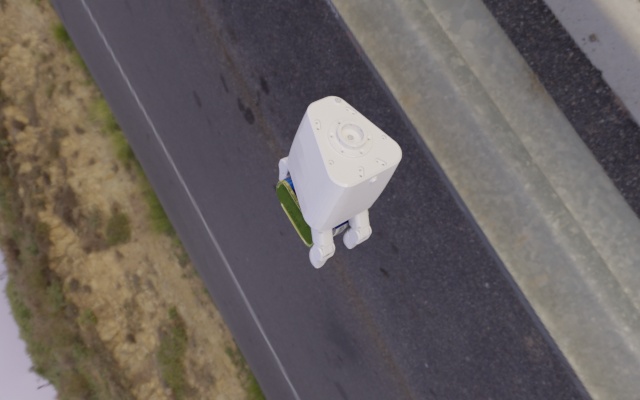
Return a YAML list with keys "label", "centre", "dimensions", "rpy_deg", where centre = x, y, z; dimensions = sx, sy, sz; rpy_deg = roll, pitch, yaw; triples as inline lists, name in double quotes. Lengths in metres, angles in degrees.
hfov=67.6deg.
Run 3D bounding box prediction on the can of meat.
- label: "can of meat"
  centre: [0.000, 0.002, 0.640]
  dimensions: [0.084, 0.102, 0.057]
  rpy_deg: [-27, -13, -25]
